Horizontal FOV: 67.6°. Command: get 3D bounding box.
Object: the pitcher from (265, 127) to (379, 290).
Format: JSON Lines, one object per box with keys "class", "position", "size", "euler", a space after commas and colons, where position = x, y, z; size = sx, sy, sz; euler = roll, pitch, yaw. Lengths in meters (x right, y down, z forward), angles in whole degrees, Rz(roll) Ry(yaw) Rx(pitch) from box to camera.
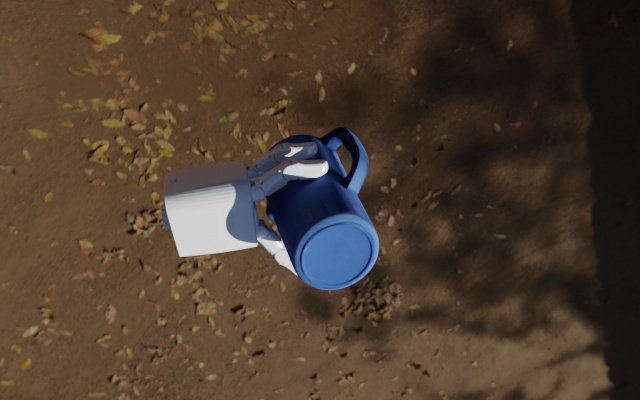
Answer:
{"class": "pitcher", "position": [0.000, 0.002, 0.658], "size": [0.145, 0.149, 0.242], "euler": [-8, 29, -10]}
